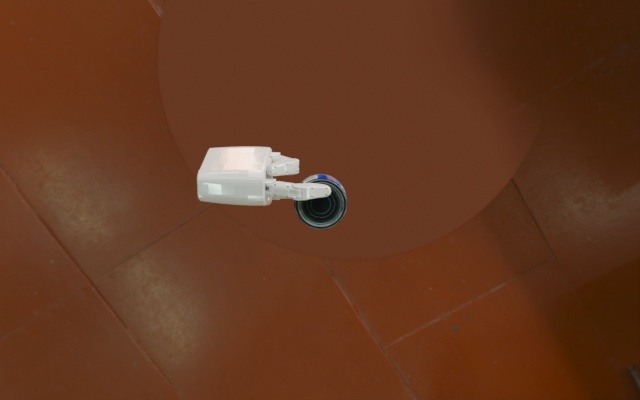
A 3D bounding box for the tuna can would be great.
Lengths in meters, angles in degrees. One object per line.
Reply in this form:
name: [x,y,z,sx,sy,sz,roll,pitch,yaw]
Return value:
tuna can: [0.000,0.003,0.767,0.086,0.086,0.033,0,15,-2]
